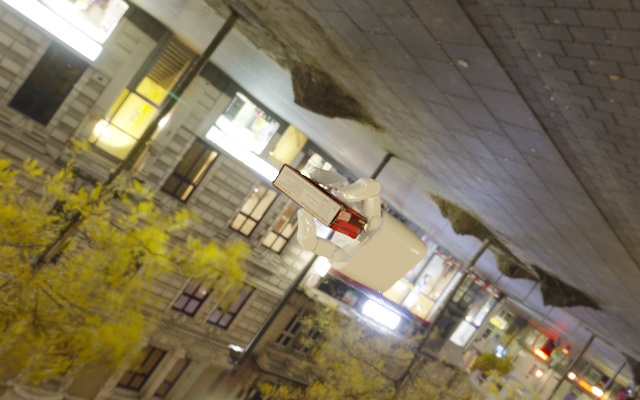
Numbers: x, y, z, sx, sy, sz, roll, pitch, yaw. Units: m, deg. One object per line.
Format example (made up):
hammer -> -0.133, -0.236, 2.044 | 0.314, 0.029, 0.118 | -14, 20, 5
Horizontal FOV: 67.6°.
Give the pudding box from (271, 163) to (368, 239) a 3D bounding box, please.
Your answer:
pudding box -> 0.000, 0.002, 0.646 | 0.113, 0.039, 0.090 | 35, 2, 29
